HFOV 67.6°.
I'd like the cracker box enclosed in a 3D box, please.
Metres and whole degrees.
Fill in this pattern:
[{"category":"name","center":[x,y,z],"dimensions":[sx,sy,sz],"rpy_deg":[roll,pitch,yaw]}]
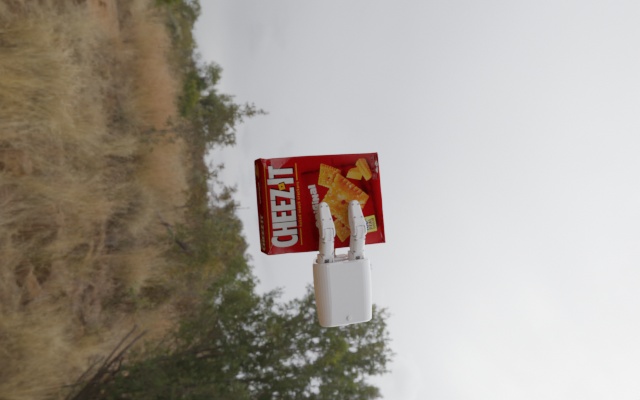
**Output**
[{"category":"cracker box","center":[0.000,0.003,0.831],"dimensions":[0.213,0.164,0.072],"rpy_deg":[-5,1,-16]}]
